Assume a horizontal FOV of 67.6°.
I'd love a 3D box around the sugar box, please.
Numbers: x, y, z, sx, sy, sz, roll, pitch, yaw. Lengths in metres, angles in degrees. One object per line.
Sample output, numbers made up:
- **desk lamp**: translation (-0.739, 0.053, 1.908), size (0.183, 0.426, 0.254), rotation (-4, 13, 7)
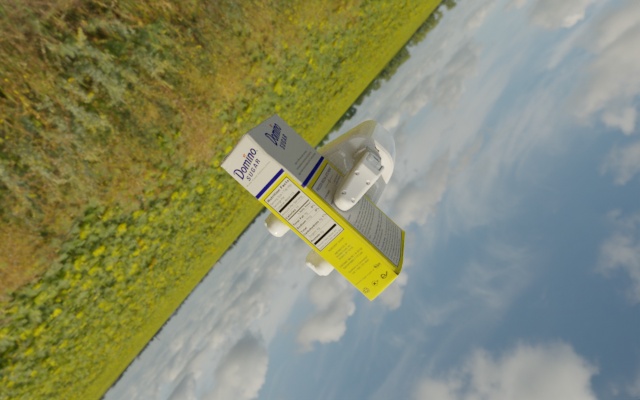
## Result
- **sugar box**: translation (0.000, 0.002, 0.438), size (0.176, 0.048, 0.093), rotation (40, 22, -4)
